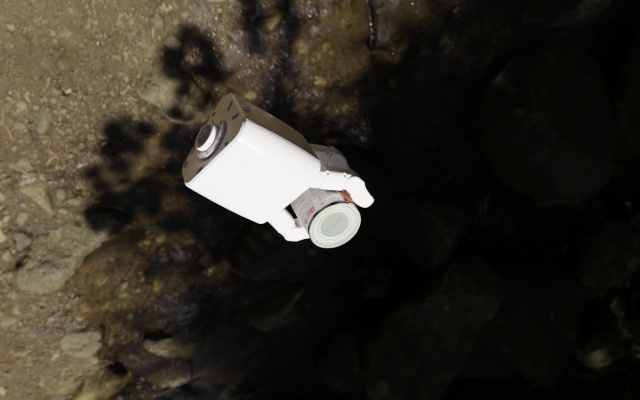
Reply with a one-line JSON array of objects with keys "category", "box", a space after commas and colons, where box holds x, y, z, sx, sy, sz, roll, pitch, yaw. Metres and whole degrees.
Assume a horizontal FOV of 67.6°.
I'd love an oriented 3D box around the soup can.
[{"category": "soup can", "box": [0.000, 0.002, 0.596, 0.068, 0.068, 0.102, 0, 34, -25]}]
